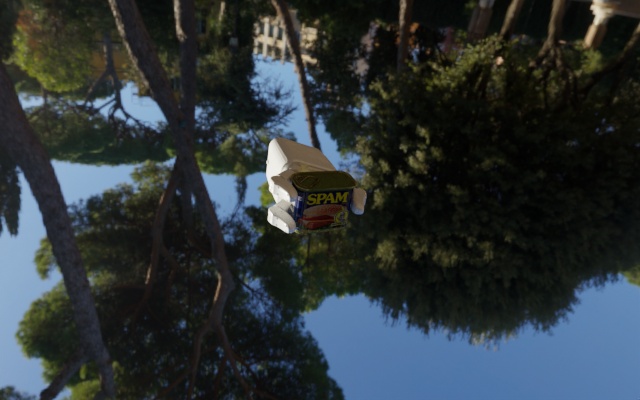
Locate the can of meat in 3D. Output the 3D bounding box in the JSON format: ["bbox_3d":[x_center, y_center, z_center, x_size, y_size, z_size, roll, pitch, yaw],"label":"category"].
[{"bbox_3d":[0.000,0.003,0.767,0.102,0.084,0.057,-4,32,-22],"label":"can of meat"}]
